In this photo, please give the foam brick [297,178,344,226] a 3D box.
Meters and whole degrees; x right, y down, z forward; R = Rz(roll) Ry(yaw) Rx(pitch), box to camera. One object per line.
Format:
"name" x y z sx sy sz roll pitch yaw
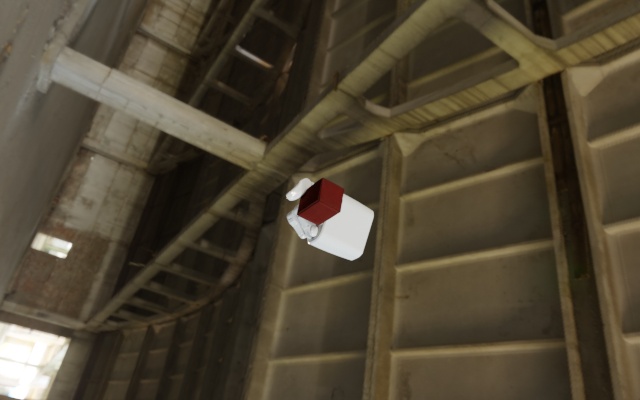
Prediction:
"foam brick" 0.000 0.003 0.890 0.051 0.053 0.078 27 -35 -23
